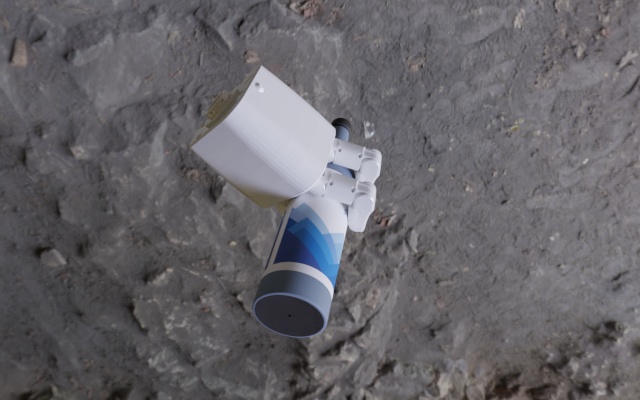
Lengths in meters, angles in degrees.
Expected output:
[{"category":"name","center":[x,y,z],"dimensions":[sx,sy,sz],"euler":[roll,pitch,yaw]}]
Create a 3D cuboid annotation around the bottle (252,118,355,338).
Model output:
[{"category":"bottle","center":[0.000,0.002,0.517],"dimensions":[0.069,0.069,0.295],"euler":[0,42,14]}]
